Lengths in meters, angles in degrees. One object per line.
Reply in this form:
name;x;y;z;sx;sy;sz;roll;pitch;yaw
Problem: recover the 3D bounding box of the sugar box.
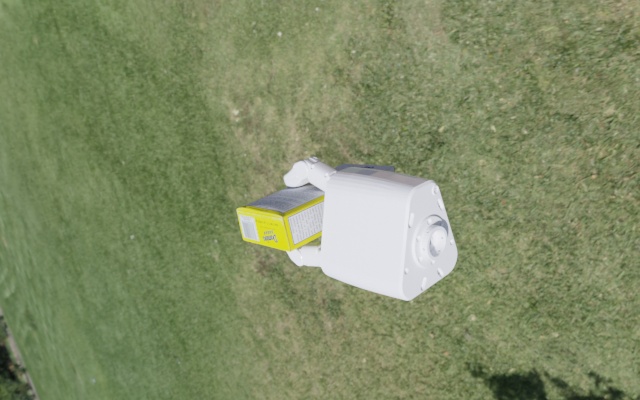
sugar box;0.000;0.002;0.560;0.176;0.048;0.093;-22;19;-37
